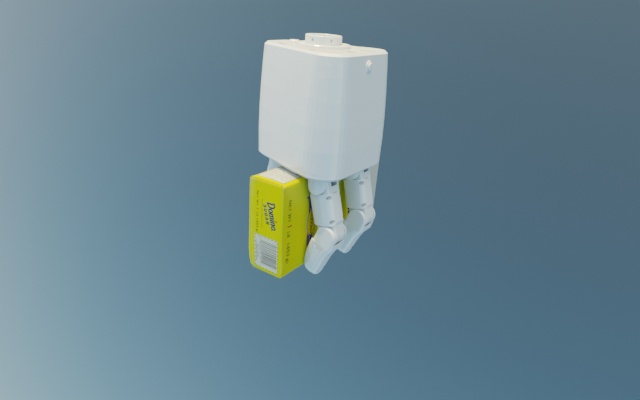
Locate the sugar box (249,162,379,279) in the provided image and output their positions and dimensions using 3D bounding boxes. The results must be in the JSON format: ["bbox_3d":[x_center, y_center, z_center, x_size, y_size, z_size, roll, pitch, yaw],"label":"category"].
[{"bbox_3d":[0.000,0.002,0.493,0.048,0.093,0.176,20,27,32],"label":"sugar box"}]
